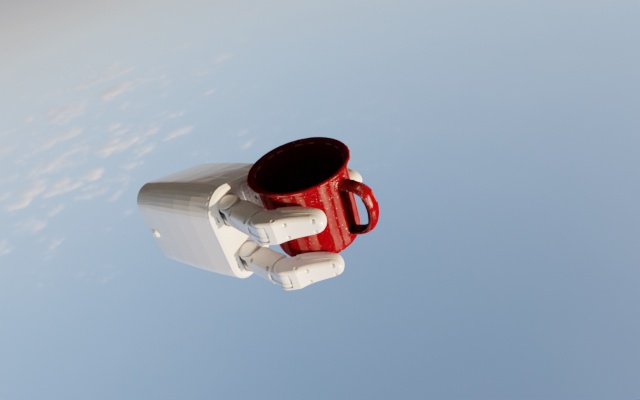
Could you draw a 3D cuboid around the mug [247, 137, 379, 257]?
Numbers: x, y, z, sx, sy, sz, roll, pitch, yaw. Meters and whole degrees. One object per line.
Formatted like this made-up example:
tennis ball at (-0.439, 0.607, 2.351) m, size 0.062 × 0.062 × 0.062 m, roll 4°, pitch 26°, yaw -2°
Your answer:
mug at (0.001, 0.002, 0.430) m, size 0.117 × 0.081 × 0.093 m, roll 8°, pitch 41°, yaw 32°
